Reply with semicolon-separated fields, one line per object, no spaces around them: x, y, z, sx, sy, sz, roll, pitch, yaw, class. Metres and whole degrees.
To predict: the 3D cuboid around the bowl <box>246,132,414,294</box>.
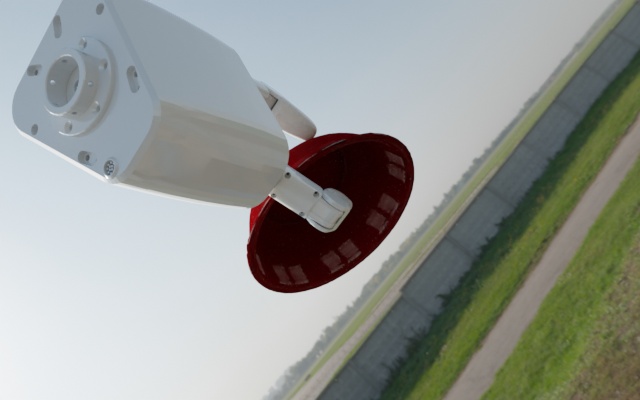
0.000;0.002;0.403;0.162;0.162;0.055;0;36;-42;bowl
